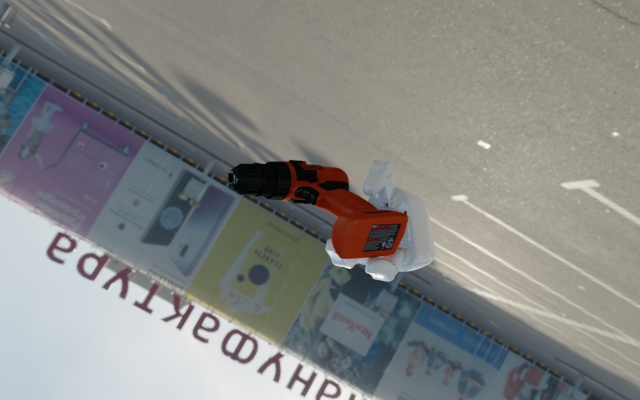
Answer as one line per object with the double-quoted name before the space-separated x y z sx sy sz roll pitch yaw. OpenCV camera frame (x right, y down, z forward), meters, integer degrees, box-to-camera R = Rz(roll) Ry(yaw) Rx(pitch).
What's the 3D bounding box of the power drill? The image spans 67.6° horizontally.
"power drill" 0.001 0.002 0.592 0.184 0.057 0.187 -1 27 -39
